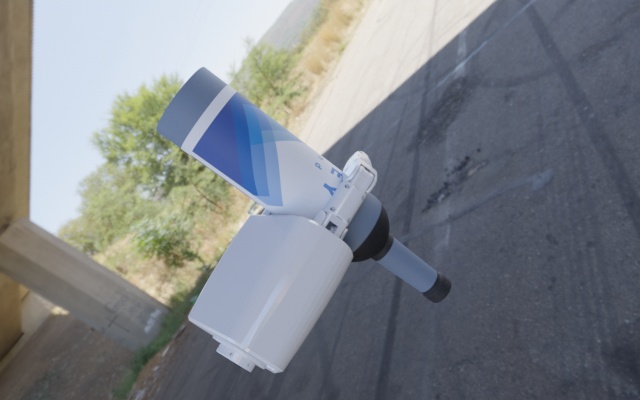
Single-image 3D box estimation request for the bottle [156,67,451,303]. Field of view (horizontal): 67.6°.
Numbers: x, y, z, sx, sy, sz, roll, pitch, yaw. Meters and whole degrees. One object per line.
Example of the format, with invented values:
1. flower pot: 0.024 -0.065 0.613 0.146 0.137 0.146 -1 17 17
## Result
1. bottle: 0.000 0.001 0.425 0.296 0.069 0.069 36 -9 -12
